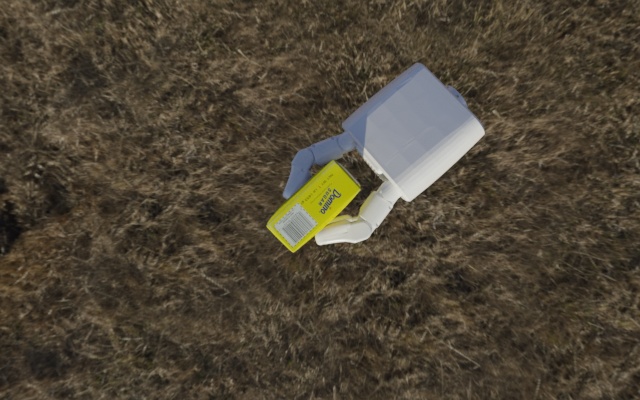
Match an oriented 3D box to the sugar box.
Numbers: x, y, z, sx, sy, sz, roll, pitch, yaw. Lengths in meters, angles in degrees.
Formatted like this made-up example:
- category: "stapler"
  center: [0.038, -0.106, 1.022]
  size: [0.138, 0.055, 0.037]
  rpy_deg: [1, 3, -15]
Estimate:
- category: "sugar box"
  center: [0.001, 0.002, 0.539]
  size: [0.093, 0.048, 0.176]
  rpy_deg: [-43, -3, 6]
